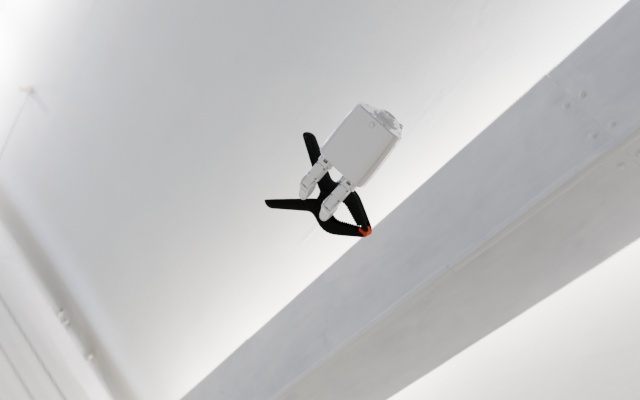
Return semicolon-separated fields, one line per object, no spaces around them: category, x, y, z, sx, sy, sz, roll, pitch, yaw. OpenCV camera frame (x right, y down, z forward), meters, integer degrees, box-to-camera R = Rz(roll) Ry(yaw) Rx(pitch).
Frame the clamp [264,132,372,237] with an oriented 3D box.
clamp;0.001;0.003;0.863;0.210;0.165;0.036;45;24;14
